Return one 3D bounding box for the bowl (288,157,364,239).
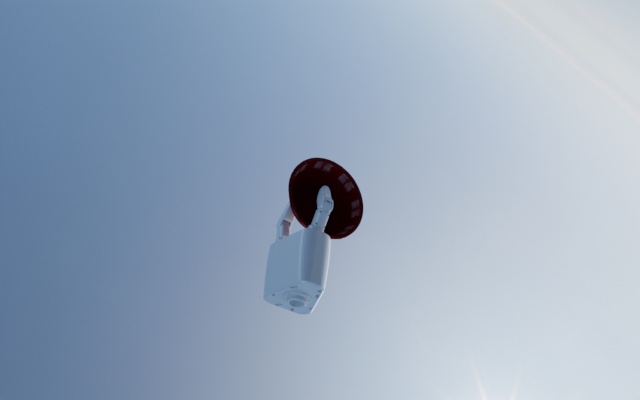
[{"bbox_3d":[0.000,0.002,0.898,0.162,0.162,0.055,0,-20,-33],"label":"bowl"}]
